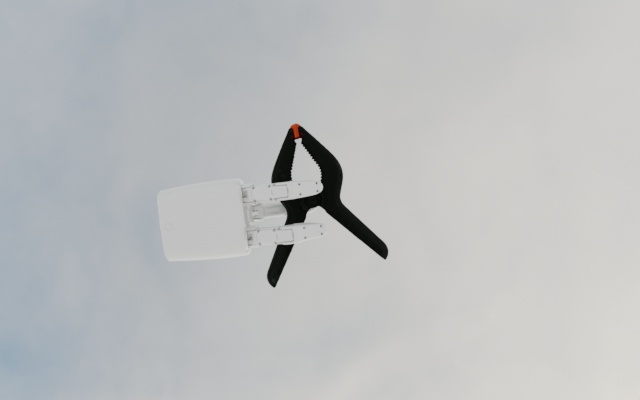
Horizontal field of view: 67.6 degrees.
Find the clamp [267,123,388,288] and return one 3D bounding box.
[{"bbox_3d":[0.000,0.002,0.633,0.164,0.210,0.036,-7,2,-4],"label":"clamp"}]
